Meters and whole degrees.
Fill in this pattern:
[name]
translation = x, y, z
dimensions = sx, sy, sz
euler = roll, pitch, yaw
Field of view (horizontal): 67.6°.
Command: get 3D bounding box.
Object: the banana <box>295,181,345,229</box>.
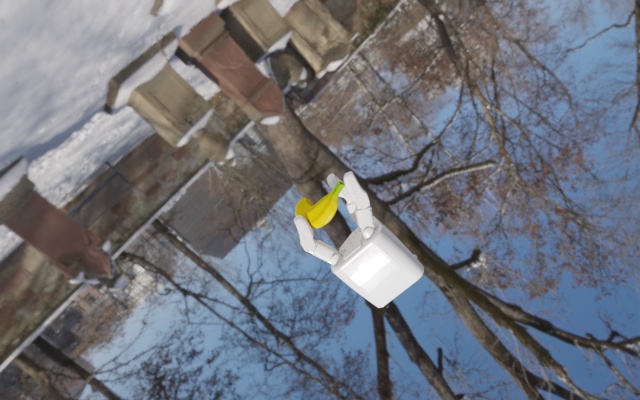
[banana]
translation = -0.009, 0.017, 0.806
dimensions = 0.037, 0.069, 0.198
euler = 39, -18, -12
